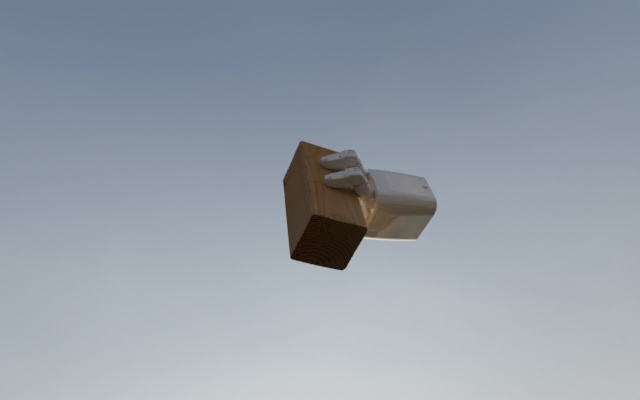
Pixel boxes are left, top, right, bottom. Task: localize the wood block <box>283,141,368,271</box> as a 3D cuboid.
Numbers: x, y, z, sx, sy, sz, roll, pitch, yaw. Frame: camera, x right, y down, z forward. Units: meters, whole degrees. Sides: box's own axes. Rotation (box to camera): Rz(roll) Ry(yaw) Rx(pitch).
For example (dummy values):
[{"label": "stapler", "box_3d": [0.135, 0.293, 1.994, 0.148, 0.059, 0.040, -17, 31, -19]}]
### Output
[{"label": "wood block", "box_3d": [0.000, 0.003, 0.767, 0.090, 0.091, 0.206, 15, 32, -18]}]
